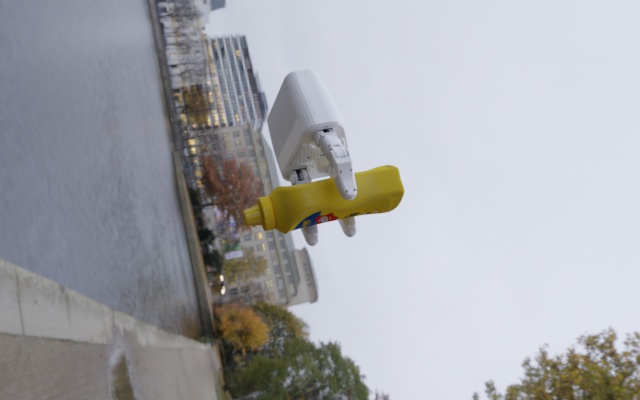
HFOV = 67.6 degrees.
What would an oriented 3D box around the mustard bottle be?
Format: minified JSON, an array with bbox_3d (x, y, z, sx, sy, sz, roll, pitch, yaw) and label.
[{"bbox_3d":[0.000,0.002,0.590,0.191,0.058,0.096,-11,-9,-15],"label":"mustard bottle"}]
